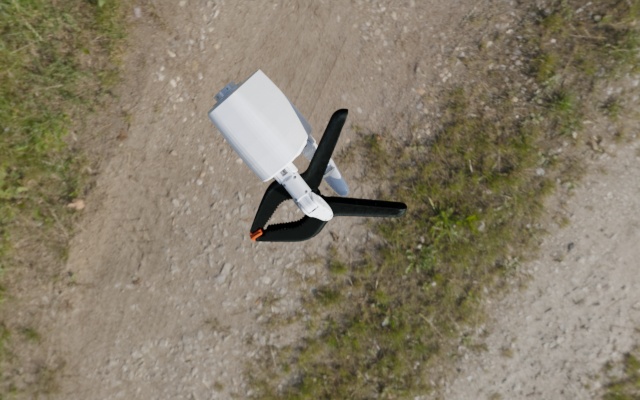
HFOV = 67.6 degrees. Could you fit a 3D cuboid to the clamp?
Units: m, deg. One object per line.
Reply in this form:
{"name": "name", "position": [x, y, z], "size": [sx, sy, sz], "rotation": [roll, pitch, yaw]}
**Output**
{"name": "clamp", "position": [-0.001, 0.003, 0.640], "size": [0.210, 0.164, 0.036], "rotation": [-37, 14, 14]}
